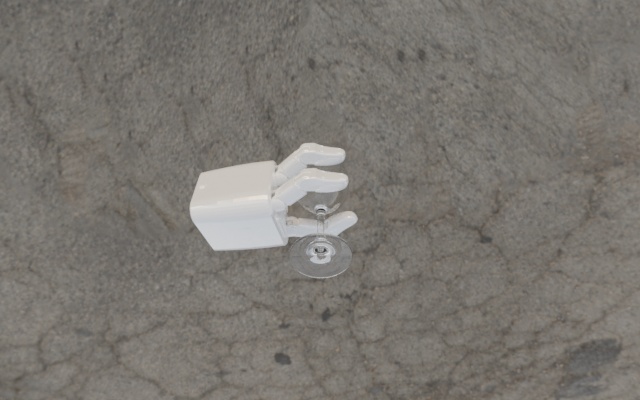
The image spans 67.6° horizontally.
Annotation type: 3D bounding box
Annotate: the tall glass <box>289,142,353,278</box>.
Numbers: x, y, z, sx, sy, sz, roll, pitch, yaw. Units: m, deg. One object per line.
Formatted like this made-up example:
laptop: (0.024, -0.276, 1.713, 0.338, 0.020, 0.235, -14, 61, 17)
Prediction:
tall glass: (0.000, 0.003, 0.629, 0.079, 0.079, 0.200, 0, 40, 0)
